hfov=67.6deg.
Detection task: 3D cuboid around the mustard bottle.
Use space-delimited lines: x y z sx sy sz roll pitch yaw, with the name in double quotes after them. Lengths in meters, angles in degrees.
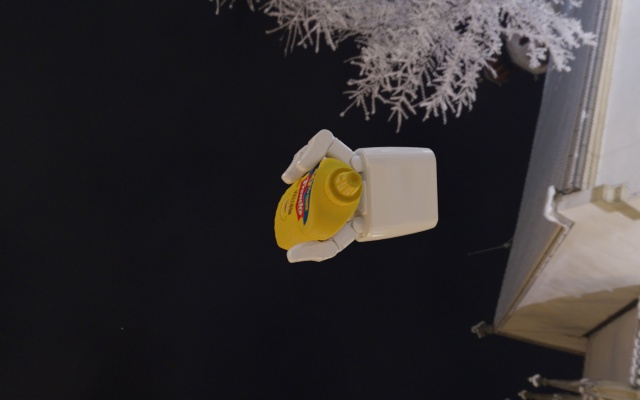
0.000 0.002 0.574 0.058 0.096 0.192 20 -21 -17 "mustard bottle"
